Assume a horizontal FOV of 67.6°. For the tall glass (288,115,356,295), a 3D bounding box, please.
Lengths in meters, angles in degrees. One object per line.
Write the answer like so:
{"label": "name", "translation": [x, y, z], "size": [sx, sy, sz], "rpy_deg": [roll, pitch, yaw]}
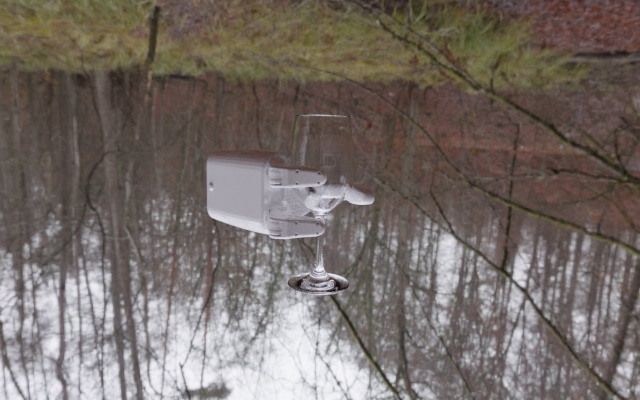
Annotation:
{"label": "tall glass", "translation": [0.000, 0.003, 0.558], "size": [0.079, 0.201, 0.079], "rpy_deg": [2, 10, 0]}
